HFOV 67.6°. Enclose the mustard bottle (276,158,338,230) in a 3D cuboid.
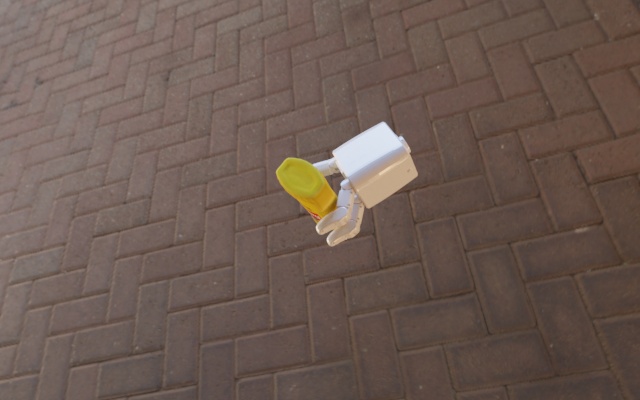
[{"bbox_3d":[0.000,0.003,0.822,0.096,0.058,0.192,33,-9,32],"label":"mustard bottle"}]
